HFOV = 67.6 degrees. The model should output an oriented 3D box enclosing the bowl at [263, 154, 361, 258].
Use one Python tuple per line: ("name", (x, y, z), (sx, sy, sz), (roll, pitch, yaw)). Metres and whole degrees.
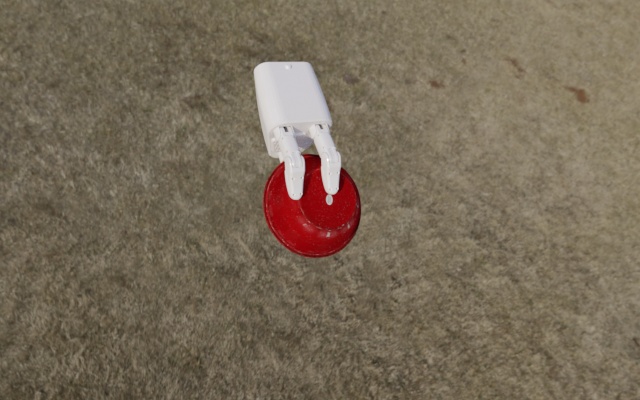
("bowl", (0.001, 0.003, 0.703), (0.162, 0.162, 0.055), (0, -10, -24))
